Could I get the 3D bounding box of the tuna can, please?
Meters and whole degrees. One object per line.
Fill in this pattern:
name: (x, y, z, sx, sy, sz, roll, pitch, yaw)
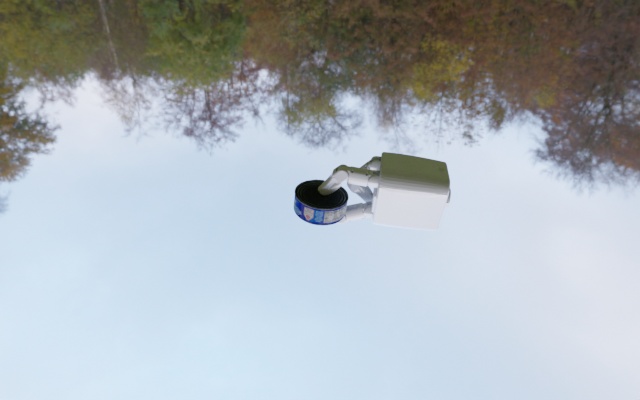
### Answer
tuna can: (0.000, 0.003, 0.760, 0.086, 0.034, 0.086, 6, 33, -4)
